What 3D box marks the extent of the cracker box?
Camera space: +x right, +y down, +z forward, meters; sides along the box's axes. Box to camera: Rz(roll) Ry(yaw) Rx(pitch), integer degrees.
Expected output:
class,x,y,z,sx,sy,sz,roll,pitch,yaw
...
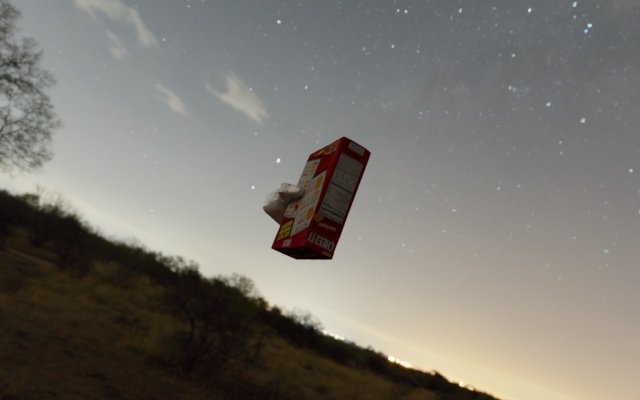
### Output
class,x,y,z,sx,sy,sz,roll,pitch,yaw
cracker box,0.000,0.003,0.893,0.072,0.213,0.164,26,-16,-19
